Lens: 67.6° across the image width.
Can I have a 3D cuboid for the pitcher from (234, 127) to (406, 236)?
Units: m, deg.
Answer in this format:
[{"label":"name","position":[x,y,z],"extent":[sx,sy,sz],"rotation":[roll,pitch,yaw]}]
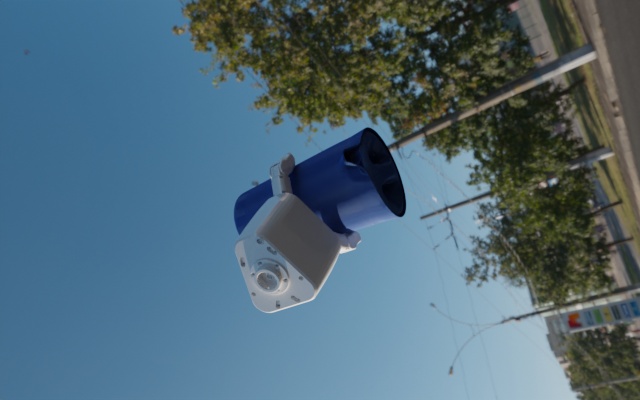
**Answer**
[{"label":"pitcher","position":[0.000,0.002,0.716],"extent":[0.243,0.149,0.145],"rotation":[-22,19,26]}]
